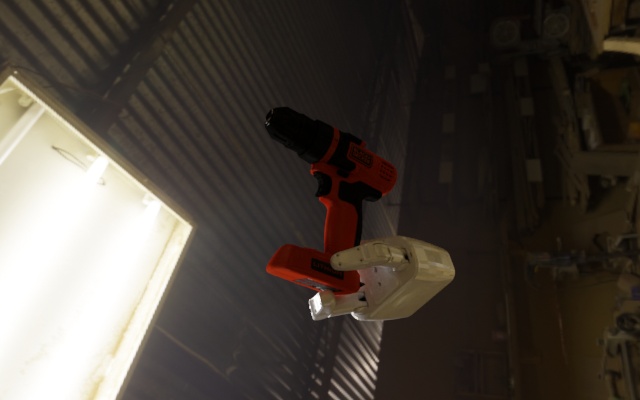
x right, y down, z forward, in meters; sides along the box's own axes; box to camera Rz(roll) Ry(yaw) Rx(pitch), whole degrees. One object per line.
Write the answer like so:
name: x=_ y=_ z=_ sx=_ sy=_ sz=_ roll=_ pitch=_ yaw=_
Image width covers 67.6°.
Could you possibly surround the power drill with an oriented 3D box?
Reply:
power drill: x=0.000 y=0.002 z=0.548 sx=0.184 sy=0.187 sz=0.057 roll=25 pitch=-23 yaw=-25
